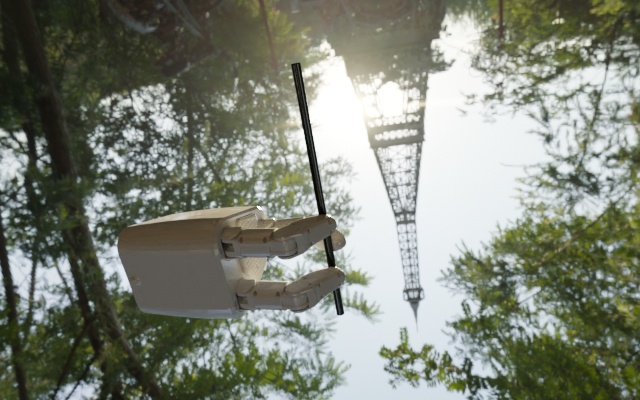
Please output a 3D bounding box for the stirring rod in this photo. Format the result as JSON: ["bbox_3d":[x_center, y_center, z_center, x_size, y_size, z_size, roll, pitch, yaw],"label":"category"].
[{"bbox_3d":[0.000,0.001,0.423,0.011,0.240,0.011,-9,23,4],"label":"stirring rod"}]
